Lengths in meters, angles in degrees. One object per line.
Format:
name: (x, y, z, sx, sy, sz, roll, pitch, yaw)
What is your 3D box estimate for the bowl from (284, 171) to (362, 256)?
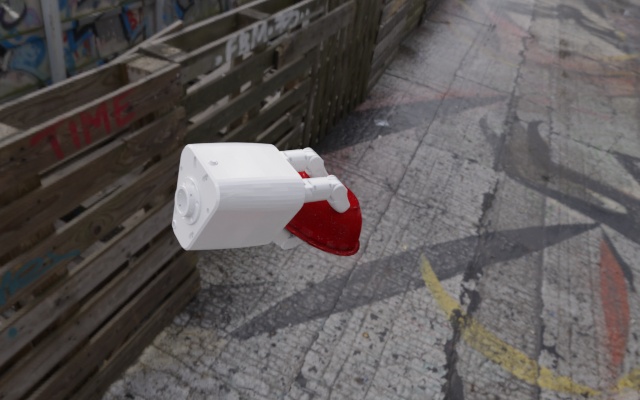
bowl: (0.001, 0.002, 0.649, 0.162, 0.055, 0.162, 30, 20, -12)
